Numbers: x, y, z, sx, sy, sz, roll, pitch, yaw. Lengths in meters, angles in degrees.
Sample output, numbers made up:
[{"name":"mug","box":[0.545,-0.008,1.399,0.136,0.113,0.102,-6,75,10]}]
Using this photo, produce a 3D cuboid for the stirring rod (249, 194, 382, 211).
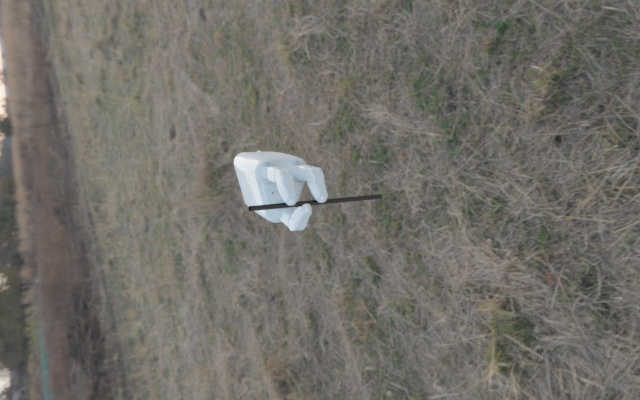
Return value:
[{"name":"stirring rod","box":[0.000,0.002,0.752,0.239,0.011,0.011,-5,3,-31]}]
